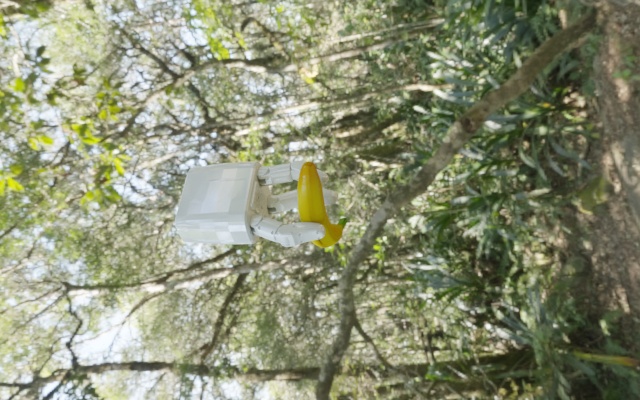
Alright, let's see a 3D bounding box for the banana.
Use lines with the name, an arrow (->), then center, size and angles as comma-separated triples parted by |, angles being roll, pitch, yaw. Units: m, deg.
banana -> -0.002, 0.021, 0.656 | 0.037, 0.069, 0.198 | 3, -23, 16
